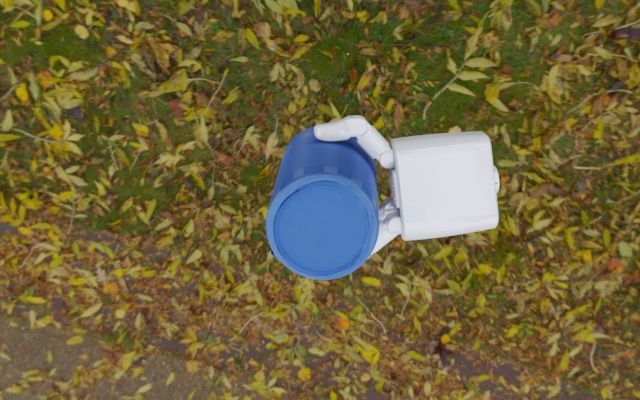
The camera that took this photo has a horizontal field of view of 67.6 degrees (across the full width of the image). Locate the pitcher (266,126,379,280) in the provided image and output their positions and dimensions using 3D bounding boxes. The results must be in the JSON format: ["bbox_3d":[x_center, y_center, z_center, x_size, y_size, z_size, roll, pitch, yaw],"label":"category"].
[{"bbox_3d":[0.000,0.002,0.558,0.145,0.149,0.242,-6,17,5],"label":"pitcher"}]
